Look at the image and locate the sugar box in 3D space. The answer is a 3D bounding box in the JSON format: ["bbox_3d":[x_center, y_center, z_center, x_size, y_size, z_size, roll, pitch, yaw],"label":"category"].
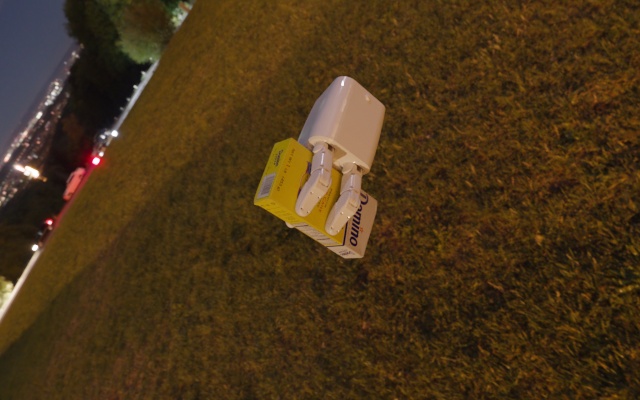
[{"bbox_3d":[0.000,0.002,0.650,0.176,0.093,0.048,32,-26,-31],"label":"sugar box"}]
